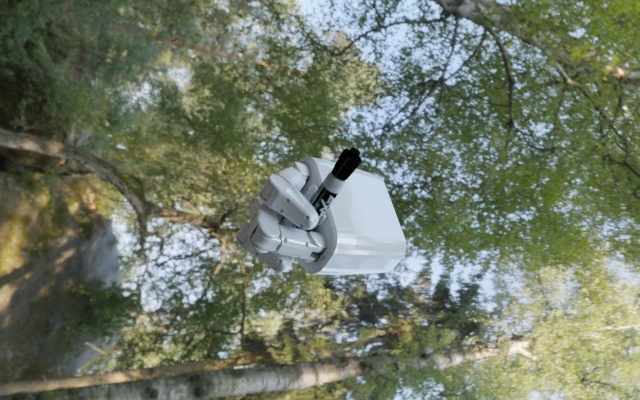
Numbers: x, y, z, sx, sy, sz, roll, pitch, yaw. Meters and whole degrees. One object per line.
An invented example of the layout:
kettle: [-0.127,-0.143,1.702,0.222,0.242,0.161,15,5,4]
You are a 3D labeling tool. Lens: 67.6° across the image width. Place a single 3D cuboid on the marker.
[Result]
marker: [0.000,0.001,0.432,0.020,0.121,0.020,26,29,-16]
